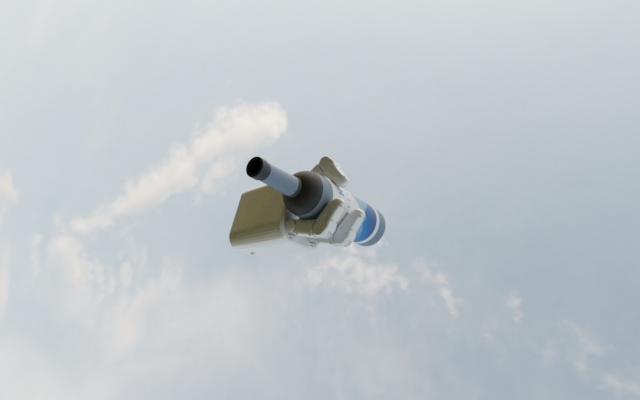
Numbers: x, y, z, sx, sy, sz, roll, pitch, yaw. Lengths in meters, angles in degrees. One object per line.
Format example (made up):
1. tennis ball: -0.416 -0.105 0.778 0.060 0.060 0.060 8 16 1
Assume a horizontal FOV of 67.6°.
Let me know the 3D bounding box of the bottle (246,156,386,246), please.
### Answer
1. bottle: 0.000 0.002 0.693 0.069 0.069 0.296 0 -17 35
